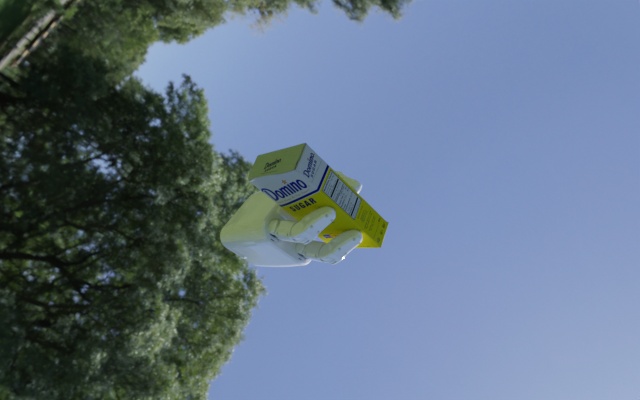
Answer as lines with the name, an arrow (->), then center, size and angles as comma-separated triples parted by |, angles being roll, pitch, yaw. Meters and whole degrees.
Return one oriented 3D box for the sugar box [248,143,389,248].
sugar box -> 0.000, 0.003, 0.612 | 0.093, 0.048, 0.176 | -8, -37, 45
